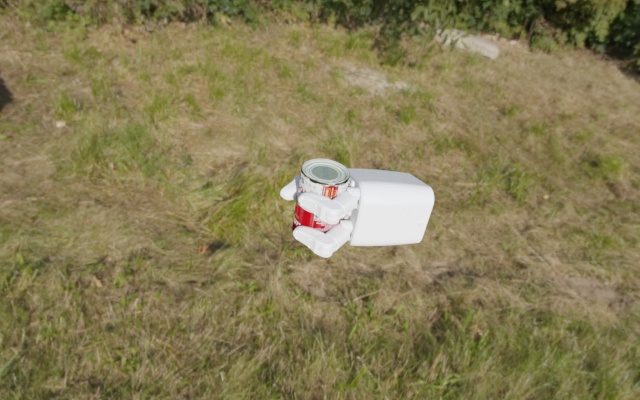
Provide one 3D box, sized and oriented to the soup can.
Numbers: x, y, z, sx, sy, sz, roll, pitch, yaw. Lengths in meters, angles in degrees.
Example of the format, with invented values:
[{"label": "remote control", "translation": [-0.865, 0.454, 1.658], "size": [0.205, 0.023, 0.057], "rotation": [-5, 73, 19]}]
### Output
[{"label": "soup can", "translation": [0.000, 0.002, 0.659], "size": [0.068, 0.102, 0.068], "rotation": [7, 33, -5]}]
